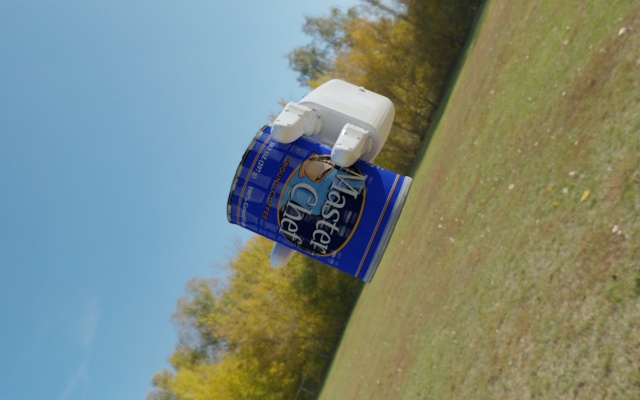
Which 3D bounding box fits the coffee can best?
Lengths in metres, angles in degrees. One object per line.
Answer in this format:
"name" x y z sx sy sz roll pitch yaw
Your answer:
"coffee can" 0.000 0.002 0.441 0.140 0.103 0.103 23 3 7
